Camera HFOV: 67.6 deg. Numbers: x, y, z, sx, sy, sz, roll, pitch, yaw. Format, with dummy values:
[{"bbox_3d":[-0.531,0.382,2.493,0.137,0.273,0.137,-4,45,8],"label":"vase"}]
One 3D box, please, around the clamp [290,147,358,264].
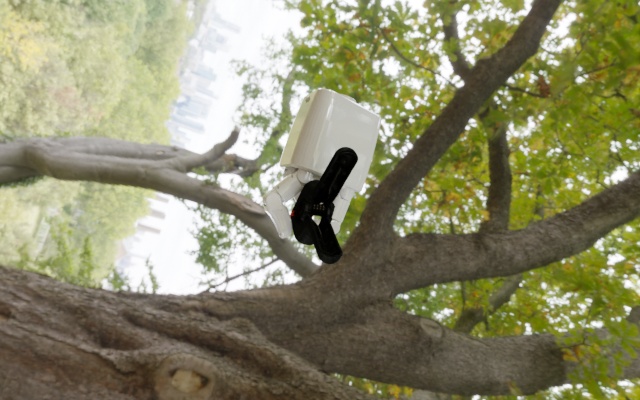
[{"bbox_3d":[0.001,0.002,0.548,0.039,0.120,0.171,19,-3,-18],"label":"clamp"}]
